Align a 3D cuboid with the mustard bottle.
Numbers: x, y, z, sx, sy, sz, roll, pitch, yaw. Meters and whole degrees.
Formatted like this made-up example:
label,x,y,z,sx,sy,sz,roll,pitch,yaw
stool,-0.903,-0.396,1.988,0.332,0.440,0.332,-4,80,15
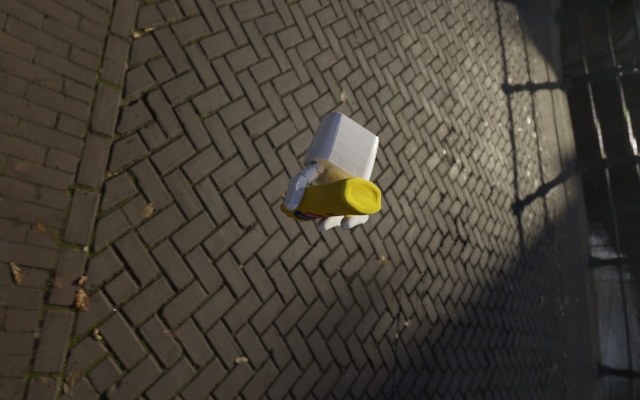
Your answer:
label,x,y,z,sx,sy,sz,roll,pitch,yaw
mustard bottle,0.000,0.003,0.803,0.191,0.058,0.096,-8,-12,44
